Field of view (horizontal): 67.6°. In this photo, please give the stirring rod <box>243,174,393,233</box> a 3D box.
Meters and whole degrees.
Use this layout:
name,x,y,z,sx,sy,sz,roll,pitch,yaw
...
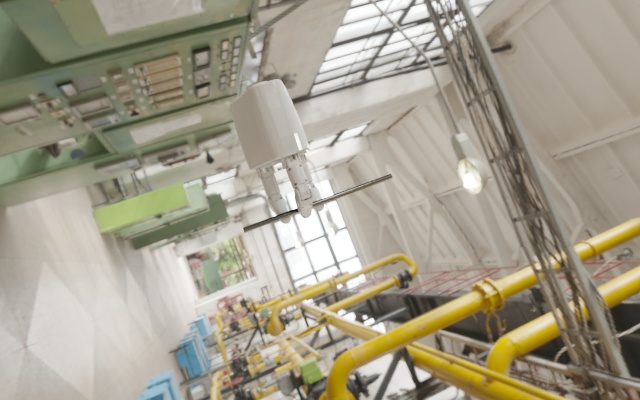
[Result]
name,x,y,z,sx,sy,sz,roll,pitch,yaw
stirring rod,0.000,0.002,0.709,0.239,0.011,0.011,-20,5,-14
